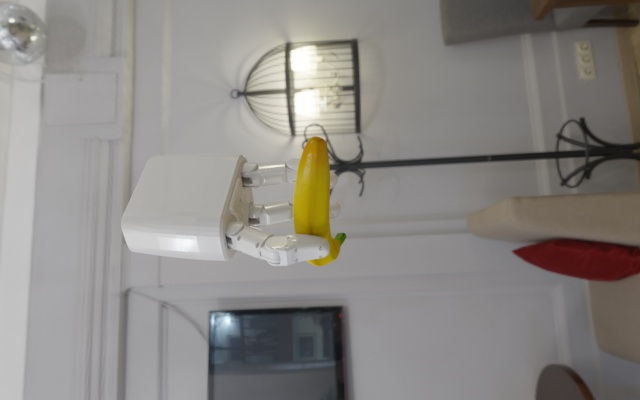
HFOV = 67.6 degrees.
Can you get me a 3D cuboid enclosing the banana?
[{"bbox_3d":[-0.004,0.019,0.487,0.037,0.069,0.198,8,-30,12],"label":"banana"}]
